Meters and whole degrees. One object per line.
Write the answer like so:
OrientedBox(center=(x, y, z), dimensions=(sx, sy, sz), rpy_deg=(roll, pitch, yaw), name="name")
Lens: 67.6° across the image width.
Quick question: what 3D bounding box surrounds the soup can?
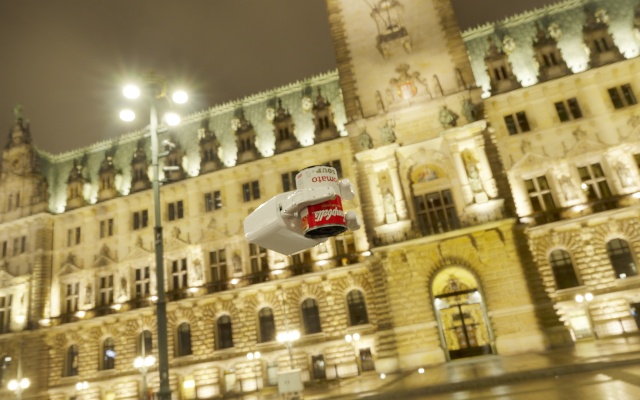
OrientedBox(center=(0.000, 0.002, 0.755), dimensions=(0.068, 0.102, 0.068), rpy_deg=(-8, -19, -3), name="soup can")
